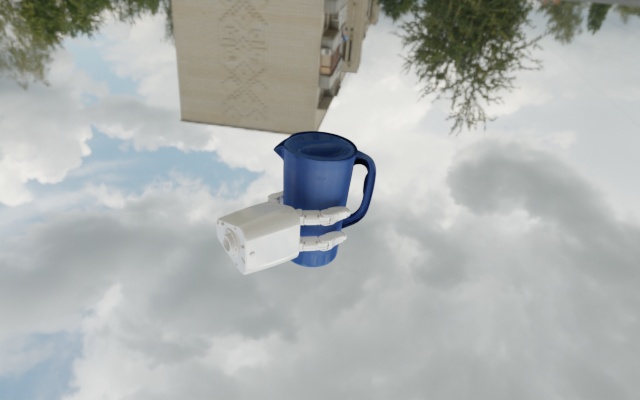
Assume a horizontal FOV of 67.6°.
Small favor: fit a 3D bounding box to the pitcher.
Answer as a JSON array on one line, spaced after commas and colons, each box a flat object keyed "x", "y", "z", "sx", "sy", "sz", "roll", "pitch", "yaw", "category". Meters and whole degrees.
[{"x": 0.000, "y": 0.003, "z": 0.895, "sx": 0.145, "sy": 0.243, "sz": 0.149, "roll": -18, "pitch": 37, "yaw": -34, "category": "pitcher"}]
